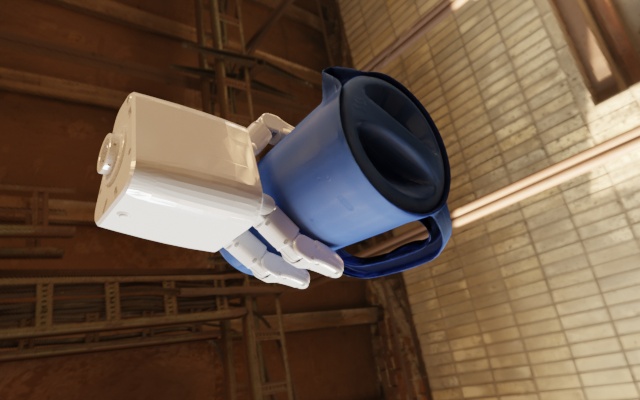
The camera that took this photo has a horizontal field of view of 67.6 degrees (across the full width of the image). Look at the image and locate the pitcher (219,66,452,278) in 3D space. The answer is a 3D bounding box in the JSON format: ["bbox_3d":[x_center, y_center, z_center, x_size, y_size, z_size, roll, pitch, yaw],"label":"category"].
[{"bbox_3d":[0.000,0.001,0.470,0.145,0.149,0.243,16,-32,-35],"label":"pitcher"}]
